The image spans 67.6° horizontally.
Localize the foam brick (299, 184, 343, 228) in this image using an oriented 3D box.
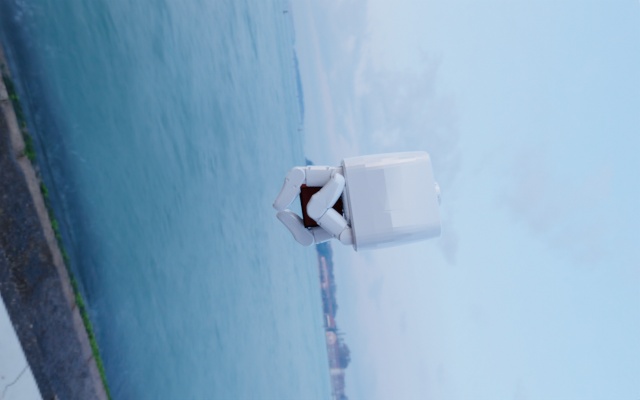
[{"bbox_3d":[0.000,0.002,0.629,0.051,0.053,0.078,-9,9,-1],"label":"foam brick"}]
